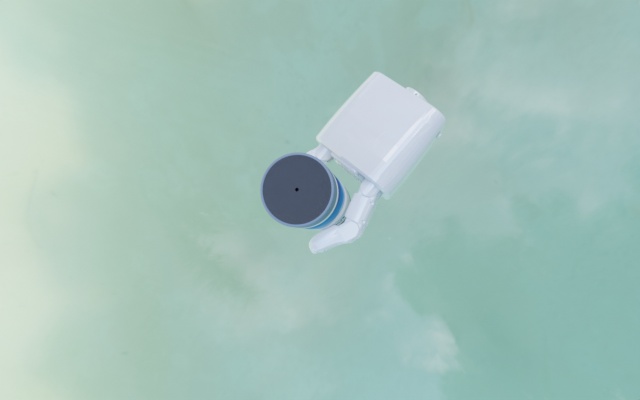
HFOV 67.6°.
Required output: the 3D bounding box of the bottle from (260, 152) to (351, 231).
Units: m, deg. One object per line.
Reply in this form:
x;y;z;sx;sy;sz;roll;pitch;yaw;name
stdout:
0.000;0.002;0.563;0.069;0.069;0.296;0;-4;8;bottle
